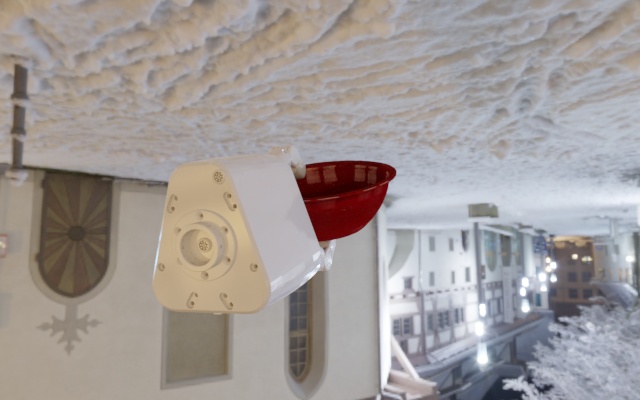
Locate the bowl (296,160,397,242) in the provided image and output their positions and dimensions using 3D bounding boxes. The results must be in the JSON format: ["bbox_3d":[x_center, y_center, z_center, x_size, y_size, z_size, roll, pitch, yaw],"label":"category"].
[{"bbox_3d":[0.001,0.002,0.500,0.162,0.055,0.162,-7,16,2],"label":"bowl"}]
